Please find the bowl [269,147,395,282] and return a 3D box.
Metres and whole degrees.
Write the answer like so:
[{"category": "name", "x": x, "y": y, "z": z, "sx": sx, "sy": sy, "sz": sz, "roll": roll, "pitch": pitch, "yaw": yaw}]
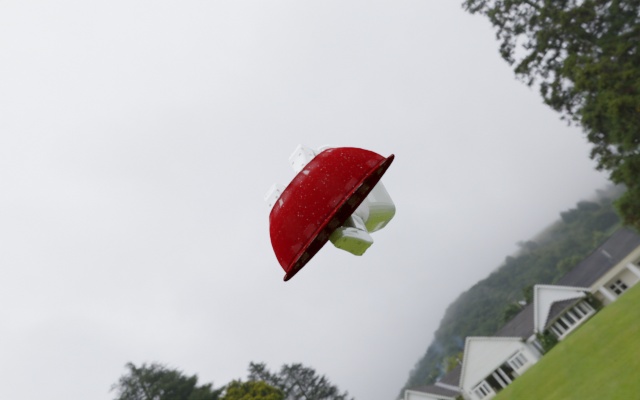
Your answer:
[{"category": "bowl", "x": 0.000, "y": 0.001, "z": 0.465, "sx": 0.055, "sy": 0.162, "sz": 0.162, "roll": 41, "pitch": 6, "yaw": 7}]
